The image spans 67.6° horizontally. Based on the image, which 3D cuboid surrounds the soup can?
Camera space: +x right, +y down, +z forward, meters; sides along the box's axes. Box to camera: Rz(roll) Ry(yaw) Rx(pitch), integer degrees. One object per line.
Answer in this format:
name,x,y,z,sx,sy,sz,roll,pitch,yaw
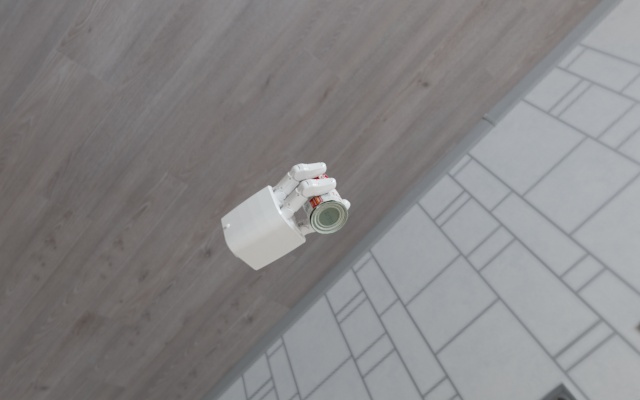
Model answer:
soup can,0.001,0.003,0.824,0.068,0.068,0.102,0,31,-19
